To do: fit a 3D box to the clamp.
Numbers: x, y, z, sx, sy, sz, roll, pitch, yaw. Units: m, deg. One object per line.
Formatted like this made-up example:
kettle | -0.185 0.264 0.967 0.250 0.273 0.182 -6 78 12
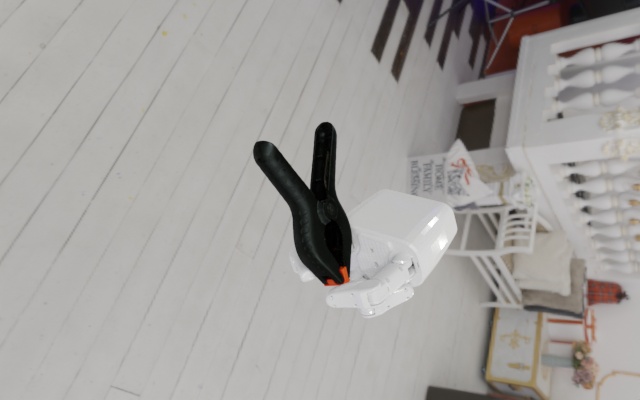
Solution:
clamp | 0.001 0.002 0.490 0.039 0.171 0.120 -2 24 42
